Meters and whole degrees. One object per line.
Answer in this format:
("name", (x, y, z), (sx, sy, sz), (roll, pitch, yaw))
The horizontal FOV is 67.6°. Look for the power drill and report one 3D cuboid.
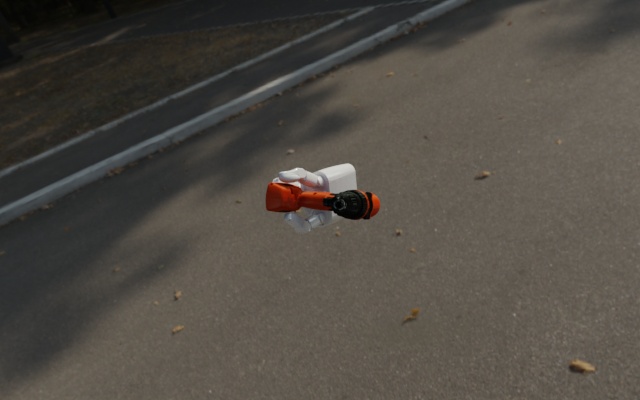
("power drill", (0.000, 0.003, 0.856), (0.187, 0.057, 0.184), (7, 0, 22))
